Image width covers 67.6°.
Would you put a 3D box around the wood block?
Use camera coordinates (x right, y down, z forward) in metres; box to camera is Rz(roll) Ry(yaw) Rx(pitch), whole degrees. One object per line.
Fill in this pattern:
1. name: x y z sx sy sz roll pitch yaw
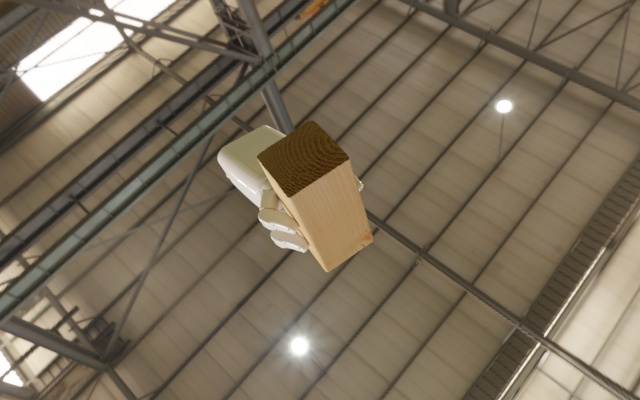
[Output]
1. wood block: 0.000 0.002 0.667 0.091 0.090 0.206 -35 -35 -8
